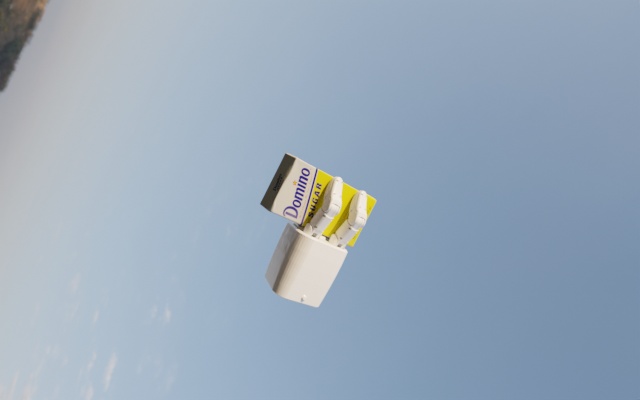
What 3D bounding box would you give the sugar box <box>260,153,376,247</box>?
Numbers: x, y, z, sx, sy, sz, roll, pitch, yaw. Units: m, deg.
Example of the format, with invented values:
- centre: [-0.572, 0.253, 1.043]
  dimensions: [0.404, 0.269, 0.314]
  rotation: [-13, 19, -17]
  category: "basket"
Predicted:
- centre: [0.000, 0.003, 0.771]
  dimensions: [0.176, 0.093, 0.048]
  rotation: [25, 3, -36]
  category: "sugar box"
